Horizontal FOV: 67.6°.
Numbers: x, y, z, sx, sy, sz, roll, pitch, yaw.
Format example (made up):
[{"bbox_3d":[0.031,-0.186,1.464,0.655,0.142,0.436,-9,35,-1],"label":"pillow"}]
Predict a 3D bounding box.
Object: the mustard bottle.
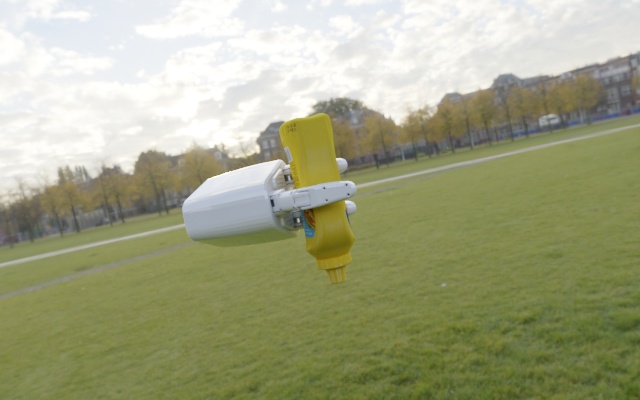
[{"bbox_3d":[0.000,0.001,0.550,0.058,0.191,0.096,-13,3,-12],"label":"mustard bottle"}]
